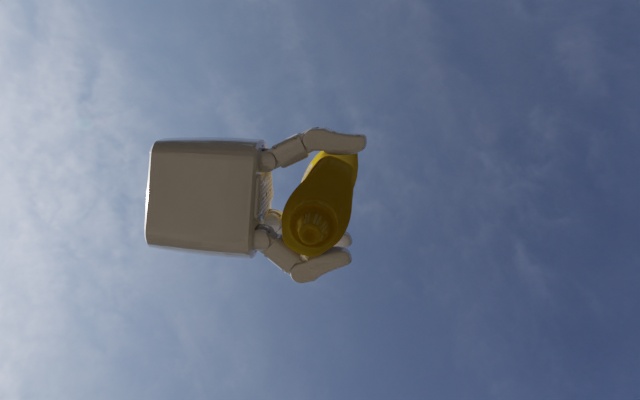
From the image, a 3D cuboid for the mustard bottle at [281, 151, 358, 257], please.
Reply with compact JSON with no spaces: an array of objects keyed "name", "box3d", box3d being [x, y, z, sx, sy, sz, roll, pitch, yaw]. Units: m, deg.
[{"name":"mustard bottle","box3d":[0.000,0.002,0.464,0.058,0.096,0.191,28,16,-2]}]
